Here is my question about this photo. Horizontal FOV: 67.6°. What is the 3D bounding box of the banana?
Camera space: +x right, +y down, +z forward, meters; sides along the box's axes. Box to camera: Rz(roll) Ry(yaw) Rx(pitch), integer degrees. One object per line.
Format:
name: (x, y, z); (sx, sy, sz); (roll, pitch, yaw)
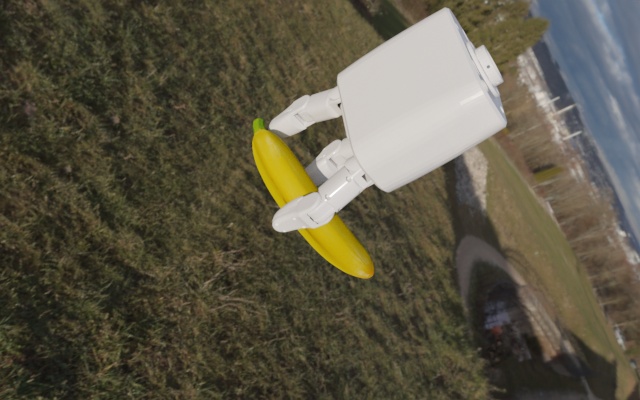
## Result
banana: (-0.007, 0.005, 0.455); (0.037, 0.198, 0.069); (-31, 9, 25)
